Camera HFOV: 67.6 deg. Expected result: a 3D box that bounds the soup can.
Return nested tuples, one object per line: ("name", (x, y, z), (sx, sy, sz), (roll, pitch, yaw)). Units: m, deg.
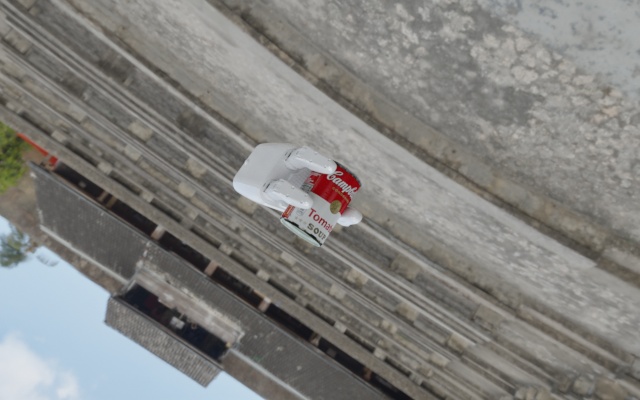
("soup can", (0.000, 0.002, 0.642), (0.068, 0.102, 0.068), (32, -12, 7))
